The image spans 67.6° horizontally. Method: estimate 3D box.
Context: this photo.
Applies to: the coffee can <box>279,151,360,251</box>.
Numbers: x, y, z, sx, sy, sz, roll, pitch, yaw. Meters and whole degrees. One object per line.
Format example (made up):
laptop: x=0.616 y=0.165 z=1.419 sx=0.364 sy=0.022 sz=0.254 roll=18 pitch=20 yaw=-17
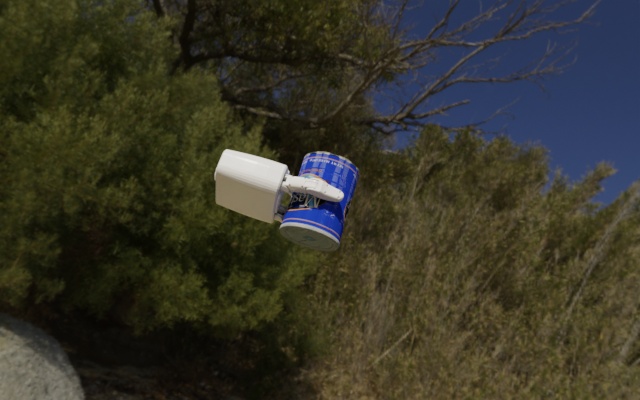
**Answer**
coffee can: x=0.000 y=0.003 z=0.813 sx=0.103 sy=0.140 sz=0.103 roll=15 pitch=-22 yaw=6
